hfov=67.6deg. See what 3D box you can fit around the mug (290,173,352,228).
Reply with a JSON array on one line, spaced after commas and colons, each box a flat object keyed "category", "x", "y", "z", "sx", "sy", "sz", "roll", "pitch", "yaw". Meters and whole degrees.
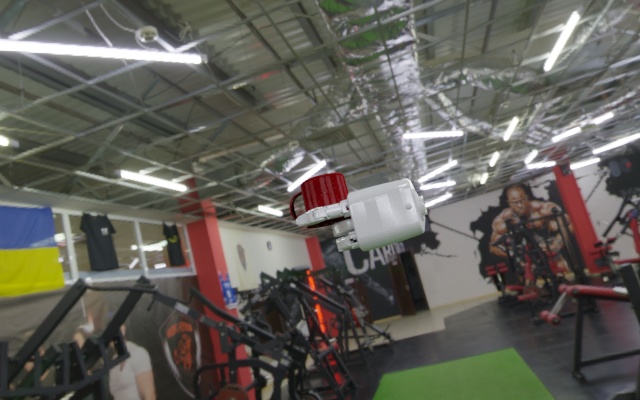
[{"category": "mug", "x": -0.001, "y": 0.003, "z": 0.858, "sx": 0.117, "sy": 0.081, "sz": 0.093, "roll": -16, "pitch": -9, "yaw": 14}]
